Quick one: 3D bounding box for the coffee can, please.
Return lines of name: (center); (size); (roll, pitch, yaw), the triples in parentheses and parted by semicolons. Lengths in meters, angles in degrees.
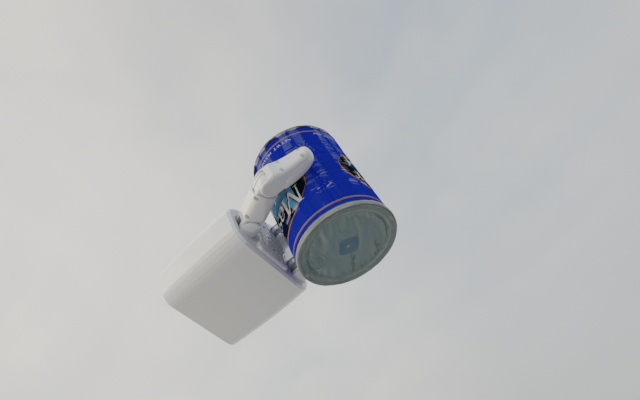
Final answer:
coffee can: (0.000, 0.002, 0.493); (0.103, 0.103, 0.140); (0, 37, -29)
